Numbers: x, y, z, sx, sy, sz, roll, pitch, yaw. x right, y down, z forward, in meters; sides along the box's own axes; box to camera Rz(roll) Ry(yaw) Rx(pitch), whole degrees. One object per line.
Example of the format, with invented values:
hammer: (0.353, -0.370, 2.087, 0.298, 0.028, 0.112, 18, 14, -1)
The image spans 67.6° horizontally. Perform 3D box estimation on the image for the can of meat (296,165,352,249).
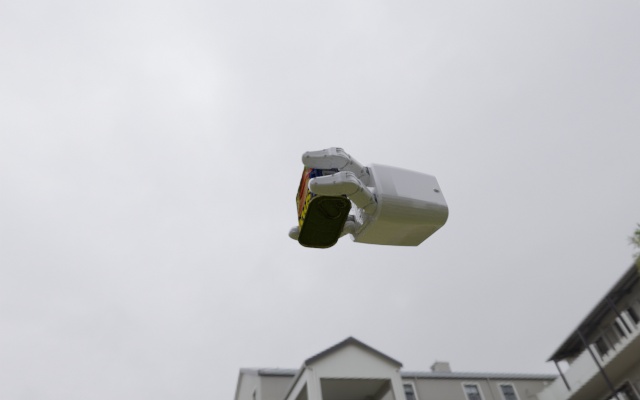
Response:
can of meat: (0.000, 0.002, 0.662, 0.057, 0.102, 0.083, 6, 43, -14)
